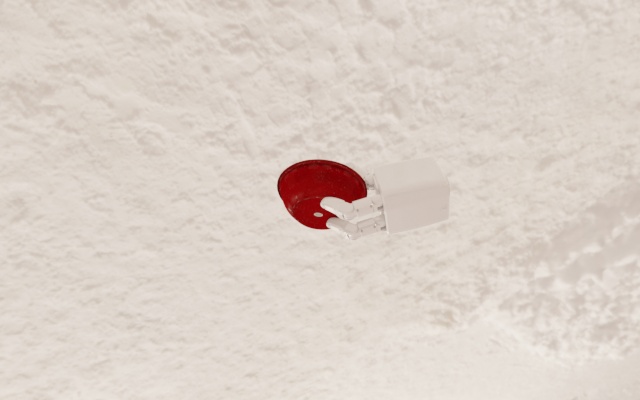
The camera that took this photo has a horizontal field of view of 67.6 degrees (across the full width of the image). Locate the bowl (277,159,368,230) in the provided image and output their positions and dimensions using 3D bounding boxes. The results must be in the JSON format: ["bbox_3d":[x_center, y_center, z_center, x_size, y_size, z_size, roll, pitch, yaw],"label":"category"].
[{"bbox_3d":[-0.001,0.003,0.829,0.162,0.055,0.162,5,-39,4],"label":"bowl"}]
